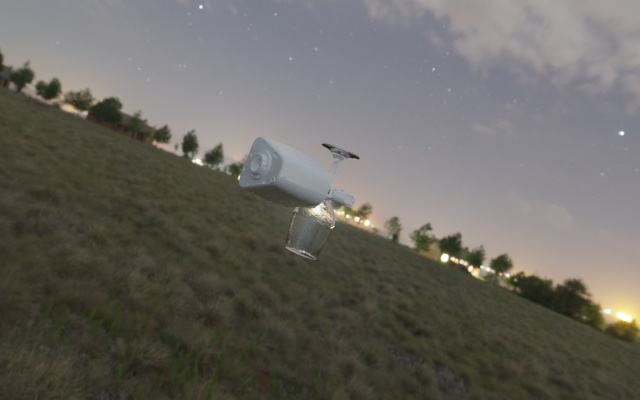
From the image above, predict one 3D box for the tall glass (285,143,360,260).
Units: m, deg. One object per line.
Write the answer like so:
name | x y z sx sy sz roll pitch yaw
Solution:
tall glass | 0.001 0.002 0.862 0.079 0.201 0.079 21 -1 0
